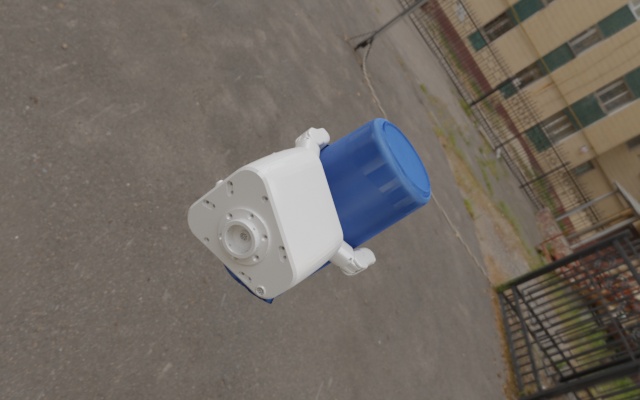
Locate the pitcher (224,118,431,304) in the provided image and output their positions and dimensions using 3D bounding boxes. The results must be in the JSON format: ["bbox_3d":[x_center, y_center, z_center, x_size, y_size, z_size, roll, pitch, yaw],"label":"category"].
[{"bbox_3d":[0.000,0.002,0.571,0.243,0.149,0.145,-32,-2,26],"label":"pitcher"}]
